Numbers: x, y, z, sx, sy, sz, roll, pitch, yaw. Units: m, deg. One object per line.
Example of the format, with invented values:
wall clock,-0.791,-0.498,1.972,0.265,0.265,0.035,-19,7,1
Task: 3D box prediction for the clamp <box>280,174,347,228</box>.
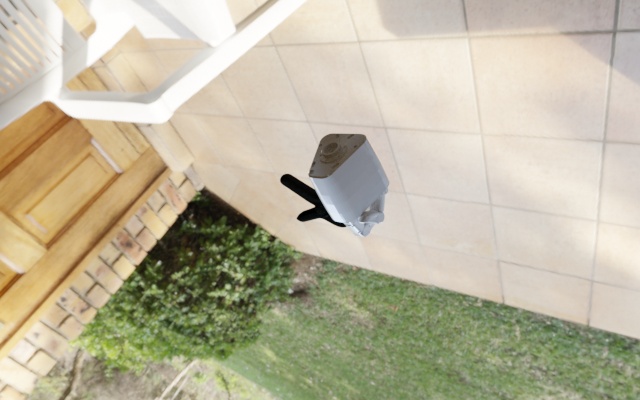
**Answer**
clamp,0.000,0.003,0.883,0.171,0.039,0.120,5,-38,38
